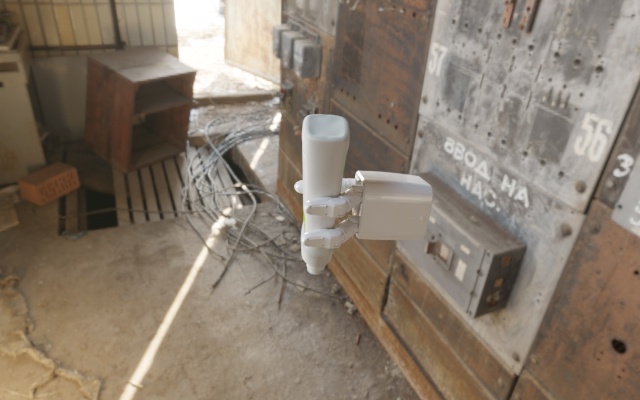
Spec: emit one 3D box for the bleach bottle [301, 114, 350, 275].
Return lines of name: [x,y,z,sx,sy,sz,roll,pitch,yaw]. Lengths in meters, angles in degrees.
bleach bottle: [0.000,0.002,0.739,0.068,0.251,0.102,3,30,-2]
